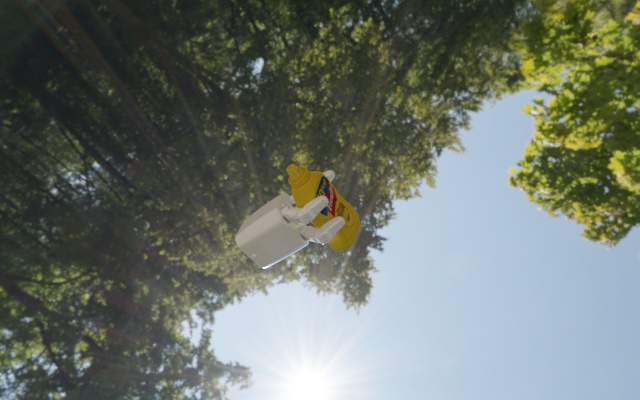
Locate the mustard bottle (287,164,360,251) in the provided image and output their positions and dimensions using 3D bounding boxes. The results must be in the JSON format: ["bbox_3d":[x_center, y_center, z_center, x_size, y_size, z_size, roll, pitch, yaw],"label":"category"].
[{"bbox_3d":[0.001,0.003,0.888,0.058,0.096,0.192,-17,-51,35],"label":"mustard bottle"}]
